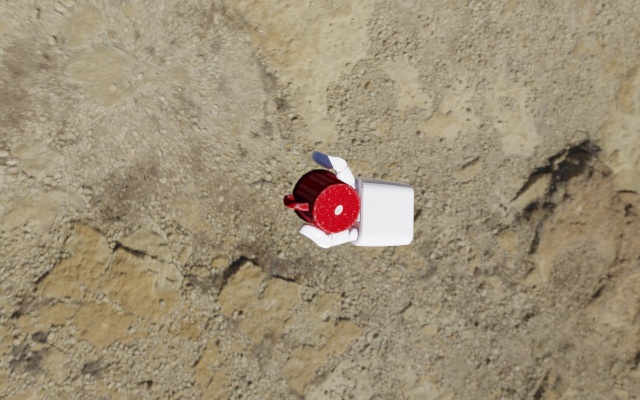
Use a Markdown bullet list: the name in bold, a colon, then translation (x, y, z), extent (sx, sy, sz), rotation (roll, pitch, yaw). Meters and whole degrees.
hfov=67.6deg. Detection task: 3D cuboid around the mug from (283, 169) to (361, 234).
- **mug**: translation (-0.001, 0.002, 0.746), extent (0.117, 0.093, 0.081), rotation (3, 13, -24)
